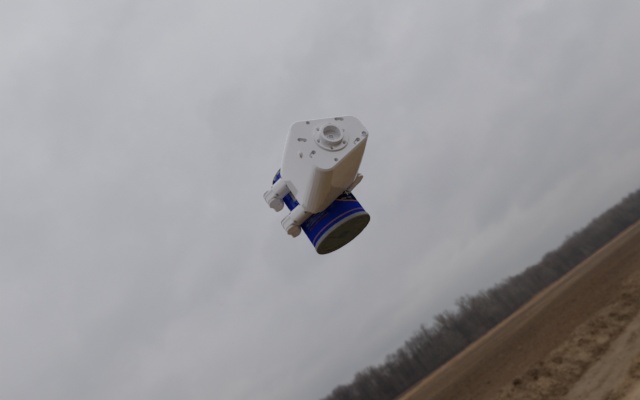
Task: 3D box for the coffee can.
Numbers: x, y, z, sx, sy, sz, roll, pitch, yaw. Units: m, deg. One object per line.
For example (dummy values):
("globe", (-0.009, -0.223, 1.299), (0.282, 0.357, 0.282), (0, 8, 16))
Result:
("coffee can", (0.000, 0.003, 0.782), (0.103, 0.140, 0.103), (-30, -23, -14))
